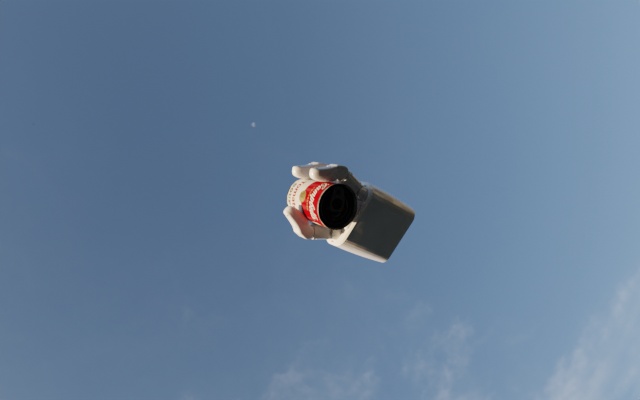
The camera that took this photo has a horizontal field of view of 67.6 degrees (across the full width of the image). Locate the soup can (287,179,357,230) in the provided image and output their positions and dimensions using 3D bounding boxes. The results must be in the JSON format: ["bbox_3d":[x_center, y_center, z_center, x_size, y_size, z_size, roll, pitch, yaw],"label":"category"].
[{"bbox_3d":[0.000,0.002,0.728,0.068,0.068,0.102,0,8,-31],"label":"soup can"}]
